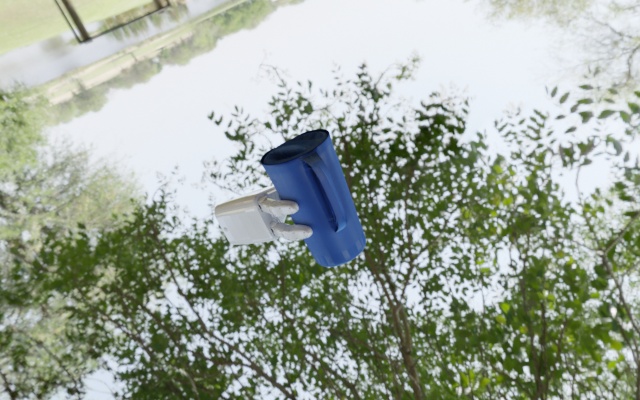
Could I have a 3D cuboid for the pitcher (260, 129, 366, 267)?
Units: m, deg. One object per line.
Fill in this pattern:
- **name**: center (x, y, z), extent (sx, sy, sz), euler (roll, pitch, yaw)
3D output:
- **pitcher**: center (0.000, 0.003, 0.878), extent (0.145, 0.243, 0.149), euler (-12, 26, 27)
